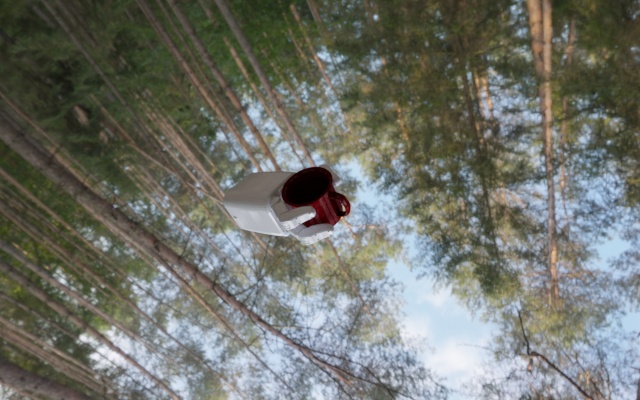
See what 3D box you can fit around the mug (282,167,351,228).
[{"bbox_3d":[0.001,0.003,0.827,0.117,0.093,0.082,6,-39,32],"label":"mug"}]
